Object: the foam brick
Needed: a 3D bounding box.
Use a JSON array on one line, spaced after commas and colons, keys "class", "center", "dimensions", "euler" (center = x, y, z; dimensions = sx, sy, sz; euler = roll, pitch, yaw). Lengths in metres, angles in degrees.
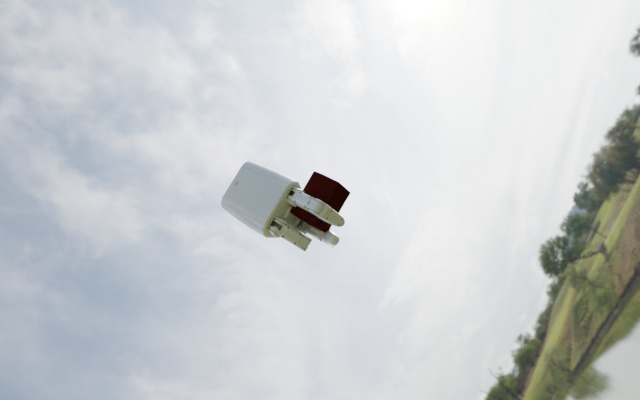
[{"class": "foam brick", "center": [0.000, 0.002, 0.754], "dimensions": [0.051, 0.078, 0.053], "euler": [27, -7, 31]}]
